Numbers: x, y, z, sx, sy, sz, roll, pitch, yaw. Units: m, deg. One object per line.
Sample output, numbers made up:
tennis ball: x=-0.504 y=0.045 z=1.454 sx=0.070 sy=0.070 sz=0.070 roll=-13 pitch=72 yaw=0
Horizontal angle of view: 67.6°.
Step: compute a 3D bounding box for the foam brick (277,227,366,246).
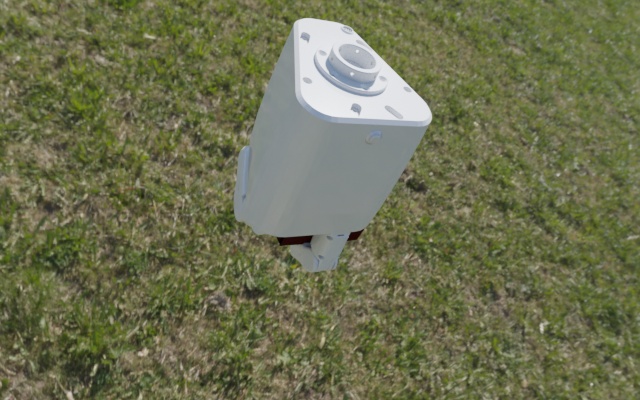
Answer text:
foam brick: x=0.000 y=0.001 z=0.405 sx=0.078 sy=0.053 sz=0.051 roll=-2 pitch=-38 yaw=-28
